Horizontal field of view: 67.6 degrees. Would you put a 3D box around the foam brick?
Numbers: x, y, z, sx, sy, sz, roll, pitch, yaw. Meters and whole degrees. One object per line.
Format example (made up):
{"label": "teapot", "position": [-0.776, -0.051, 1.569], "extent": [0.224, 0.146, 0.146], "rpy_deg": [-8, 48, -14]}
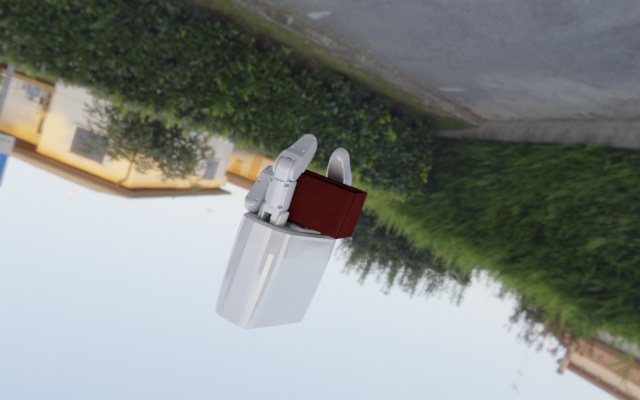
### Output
{"label": "foam brick", "position": [0.000, 0.002, 0.487], "extent": [0.078, 0.051, 0.053], "rpy_deg": [22, 5, 19]}
